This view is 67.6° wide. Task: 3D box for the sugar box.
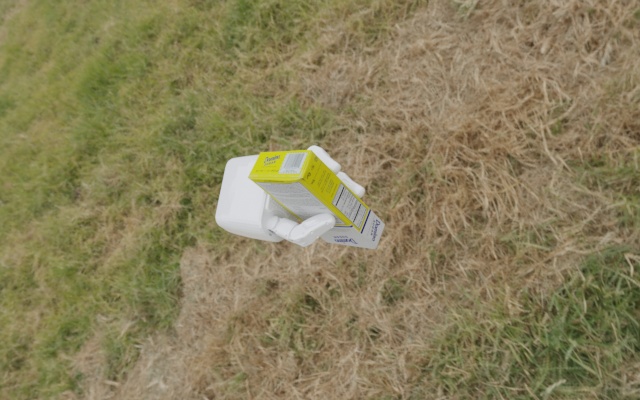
[{"bbox_3d":[0.000,0.001,0.618,0.093,0.048,0.176,4,-26,42],"label":"sugar box"}]
